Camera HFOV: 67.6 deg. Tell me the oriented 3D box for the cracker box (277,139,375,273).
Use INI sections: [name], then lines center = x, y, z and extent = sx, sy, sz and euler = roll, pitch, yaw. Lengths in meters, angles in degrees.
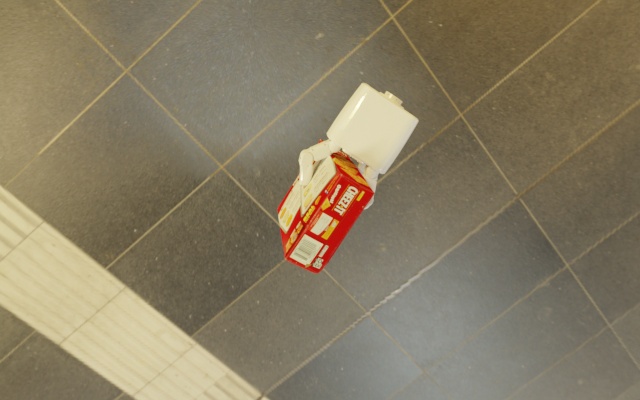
[cracker box]
center = 0.000, 0.003, 0.823
extent = 0.072, 0.164, 0.213
euler = 29, 14, -17
